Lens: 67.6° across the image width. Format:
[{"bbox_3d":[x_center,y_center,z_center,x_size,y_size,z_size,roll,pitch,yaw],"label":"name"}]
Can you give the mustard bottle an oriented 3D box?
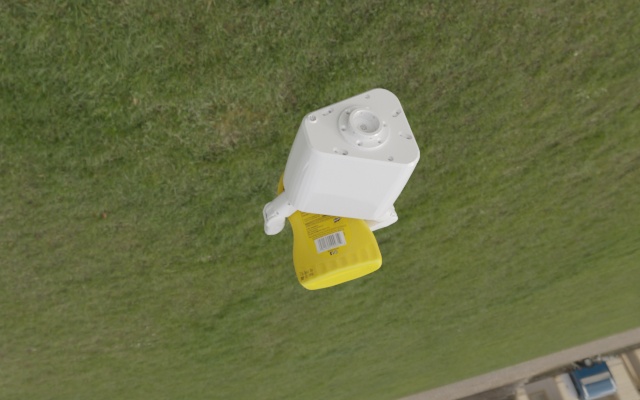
[{"bbox_3d":[0.000,0.002,0.569,0.096,0.191,0.058,-19,-24,6],"label":"mustard bottle"}]
